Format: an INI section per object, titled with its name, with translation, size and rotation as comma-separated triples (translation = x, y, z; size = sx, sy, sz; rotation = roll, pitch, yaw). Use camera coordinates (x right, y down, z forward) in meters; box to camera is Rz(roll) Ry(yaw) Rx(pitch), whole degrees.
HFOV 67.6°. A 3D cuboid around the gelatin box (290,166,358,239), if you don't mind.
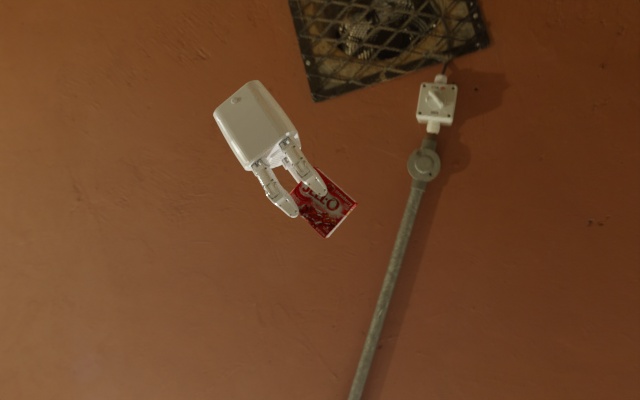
[gelatin box]
translation = 0.000, 0.003, 0.734
size = 0.089, 0.073, 0.030
rotation = 43, 7, 9
